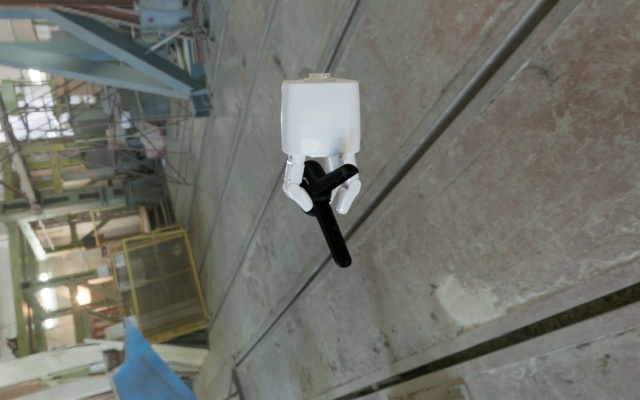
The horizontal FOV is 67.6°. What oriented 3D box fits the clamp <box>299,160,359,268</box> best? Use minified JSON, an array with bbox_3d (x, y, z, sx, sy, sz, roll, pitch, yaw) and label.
[{"bbox_3d":[-0.001,0.002,0.766,0.036,0.165,0.210,-8,20,-25],"label":"clamp"}]
